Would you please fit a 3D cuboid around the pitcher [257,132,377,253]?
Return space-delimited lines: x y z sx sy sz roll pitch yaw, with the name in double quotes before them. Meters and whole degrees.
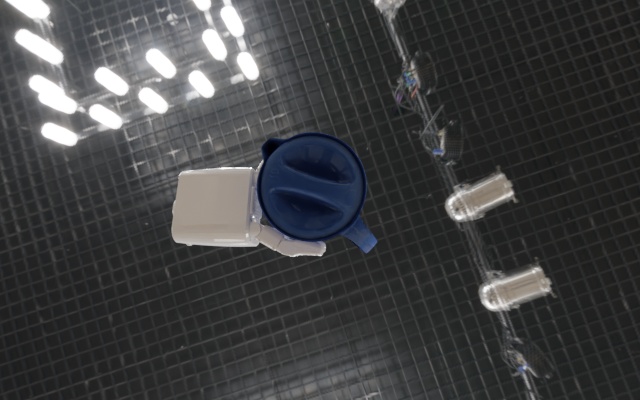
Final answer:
"pitcher" 0.000 0.002 0.685 0.145 0.149 0.243 -2 -6 2
